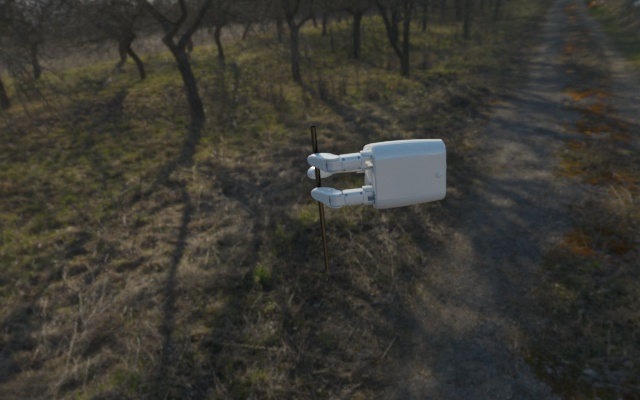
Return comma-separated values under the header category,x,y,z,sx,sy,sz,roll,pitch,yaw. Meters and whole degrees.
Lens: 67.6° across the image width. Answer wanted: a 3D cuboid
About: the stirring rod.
category,x,y,z,sx,sy,sz,roll,pitch,yaw
stirring rod,0.000,0.003,0.749,0.011,0.240,0.011,-5,22,2
